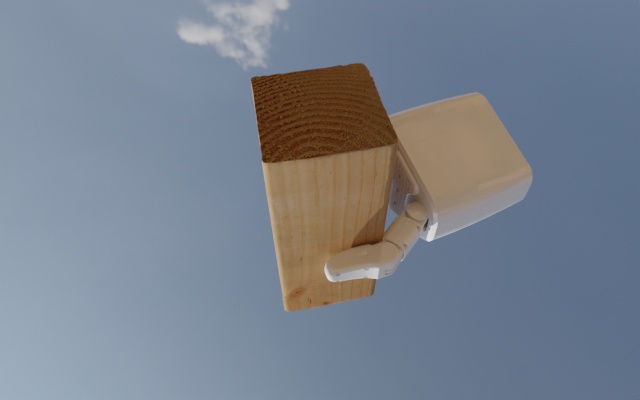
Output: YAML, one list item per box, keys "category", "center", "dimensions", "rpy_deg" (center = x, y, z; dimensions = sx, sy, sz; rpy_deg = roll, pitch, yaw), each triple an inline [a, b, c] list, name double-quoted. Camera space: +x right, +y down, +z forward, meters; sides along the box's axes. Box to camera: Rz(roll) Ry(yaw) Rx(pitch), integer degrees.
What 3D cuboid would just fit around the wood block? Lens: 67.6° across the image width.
- category: "wood block"
  center: [0.001, 0.002, 0.405]
  dimensions: [0.090, 0.090, 0.206]
  rpy_deg: [-9, -39, -6]
